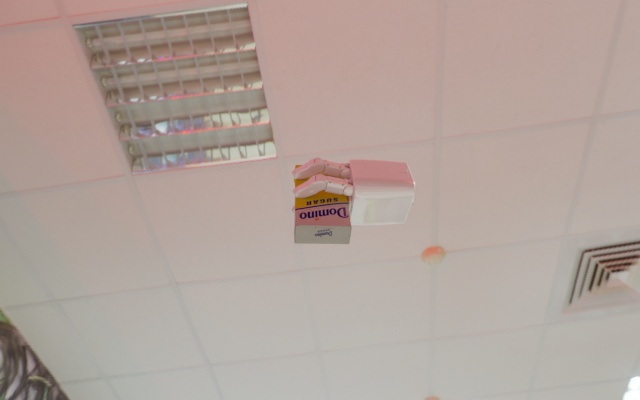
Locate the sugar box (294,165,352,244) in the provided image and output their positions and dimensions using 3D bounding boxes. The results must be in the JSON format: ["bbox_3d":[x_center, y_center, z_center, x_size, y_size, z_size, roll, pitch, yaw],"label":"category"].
[{"bbox_3d":[0.000,0.002,0.832,0.093,0.048,0.176,1,35,-4],"label":"sugar box"}]
